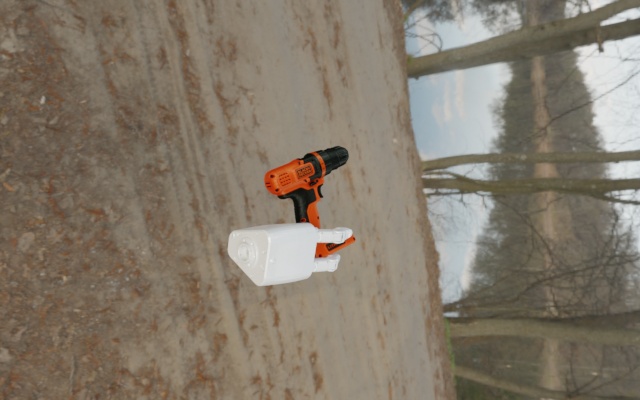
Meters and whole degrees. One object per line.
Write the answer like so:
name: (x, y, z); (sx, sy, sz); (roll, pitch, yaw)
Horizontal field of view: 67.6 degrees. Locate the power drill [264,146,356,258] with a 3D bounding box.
power drill: (0.000, 0.003, 0.894); (0.184, 0.187, 0.057); (-24, 9, -30)
